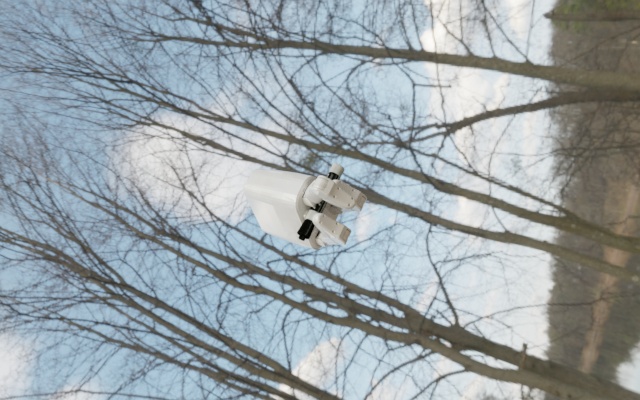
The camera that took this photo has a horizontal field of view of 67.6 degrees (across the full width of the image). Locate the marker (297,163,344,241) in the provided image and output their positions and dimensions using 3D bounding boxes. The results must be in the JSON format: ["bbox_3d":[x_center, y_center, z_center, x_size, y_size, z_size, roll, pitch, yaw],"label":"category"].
[{"bbox_3d":[0.000,0.002,0.662,0.020,0.121,0.020,24,-21,10],"label":"marker"}]
